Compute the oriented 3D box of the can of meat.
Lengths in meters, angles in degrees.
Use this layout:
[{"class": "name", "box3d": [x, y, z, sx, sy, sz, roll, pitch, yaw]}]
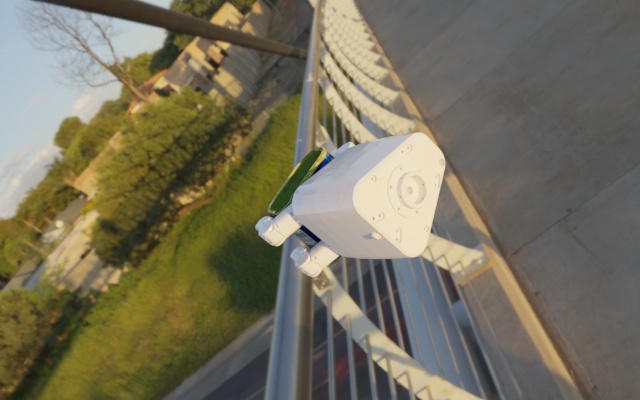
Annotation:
[{"class": "can of meat", "box3d": [0.000, 0.002, 0.551, 0.084, 0.102, 0.057, 41, -19, -22]}]
